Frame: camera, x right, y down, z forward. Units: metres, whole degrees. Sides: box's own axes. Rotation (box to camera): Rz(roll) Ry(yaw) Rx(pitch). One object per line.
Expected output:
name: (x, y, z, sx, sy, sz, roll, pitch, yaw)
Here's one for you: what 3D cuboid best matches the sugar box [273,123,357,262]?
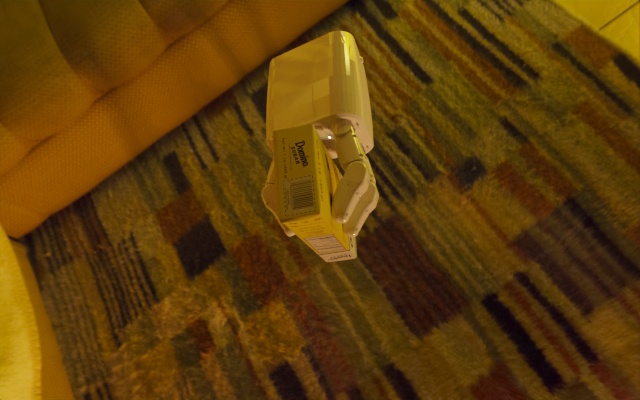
sugar box: (0.001, 0.001, 0.507, 0.048, 0.093, 0.176, -10, -21, 14)
